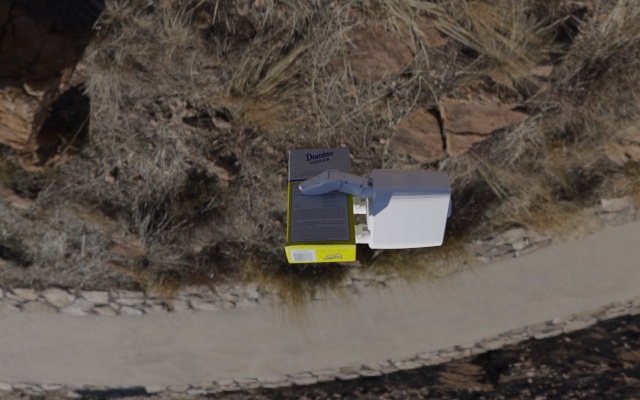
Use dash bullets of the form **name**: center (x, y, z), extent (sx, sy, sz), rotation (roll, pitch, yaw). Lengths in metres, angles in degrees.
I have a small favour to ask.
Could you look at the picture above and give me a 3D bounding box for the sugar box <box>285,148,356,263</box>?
- **sugar box**: center (0.000, 0.003, 0.679), extent (0.093, 0.176, 0.048), rotation (-1, -40, 2)
